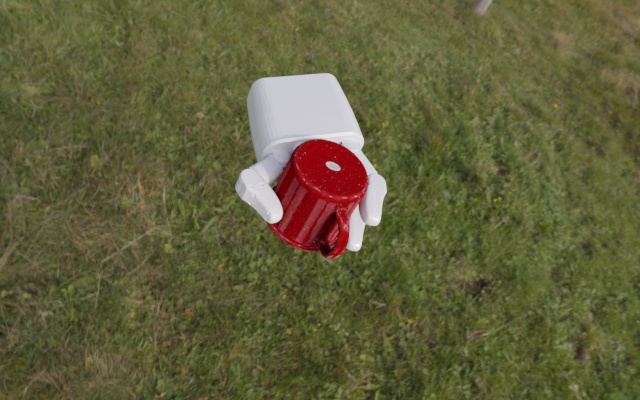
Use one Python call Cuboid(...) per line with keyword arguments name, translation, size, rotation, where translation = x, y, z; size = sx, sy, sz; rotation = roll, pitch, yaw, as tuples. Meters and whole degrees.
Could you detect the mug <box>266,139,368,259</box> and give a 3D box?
Cuboid(name="mug", translation=(0.000, 0.003, 0.480), size=(0.093, 0.117, 0.081), rotation=(0, -37, -27))
